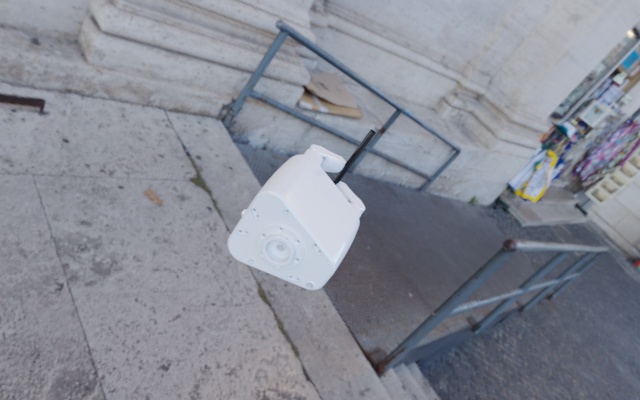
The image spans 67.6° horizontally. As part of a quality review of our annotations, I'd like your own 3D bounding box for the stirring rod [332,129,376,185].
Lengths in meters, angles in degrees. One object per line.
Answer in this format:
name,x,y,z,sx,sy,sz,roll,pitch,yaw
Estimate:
stirring rod,0.000,0.002,0.632,0.011,0.240,0.011,28,29,-17
